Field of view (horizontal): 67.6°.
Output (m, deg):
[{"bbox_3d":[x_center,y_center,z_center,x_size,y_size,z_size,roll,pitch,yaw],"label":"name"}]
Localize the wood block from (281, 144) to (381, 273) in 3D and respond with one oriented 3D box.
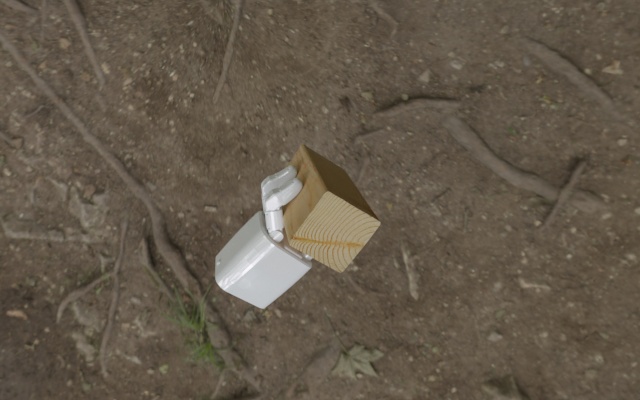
[{"bbox_3d":[0.000,0.003,0.701,0.091,0.090,0.206,31,14,-22],"label":"wood block"}]
